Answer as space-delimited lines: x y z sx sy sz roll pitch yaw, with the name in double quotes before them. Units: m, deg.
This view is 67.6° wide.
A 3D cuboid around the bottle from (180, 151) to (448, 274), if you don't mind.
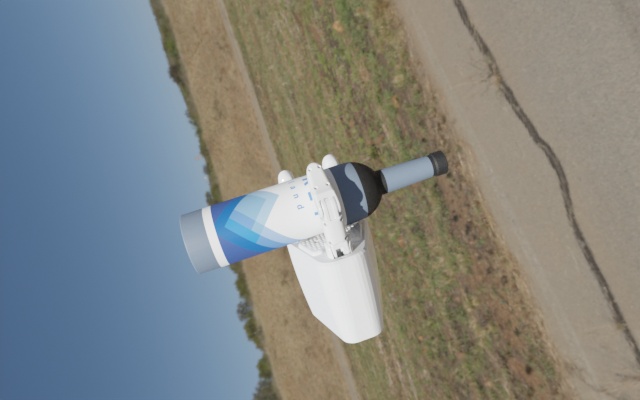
"bottle" 0.000 0.002 0.526 0.295 0.069 0.069 -18 2 -6
